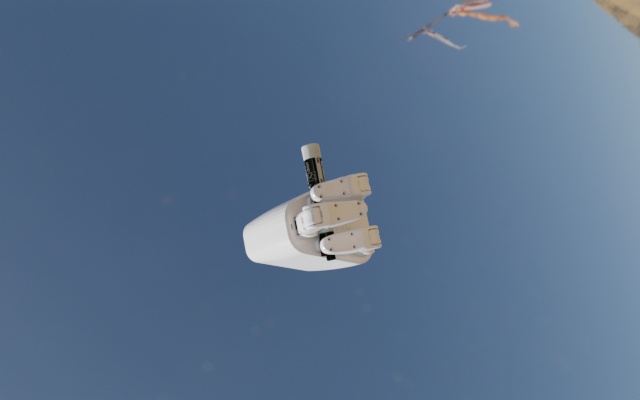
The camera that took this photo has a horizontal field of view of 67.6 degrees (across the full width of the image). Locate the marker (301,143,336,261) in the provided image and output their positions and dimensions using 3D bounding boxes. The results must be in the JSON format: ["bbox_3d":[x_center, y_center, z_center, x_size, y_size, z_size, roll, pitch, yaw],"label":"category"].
[{"bbox_3d":[0.000,0.002,0.490,0.020,0.121,0.020,-11,-9,-2],"label":"marker"}]
